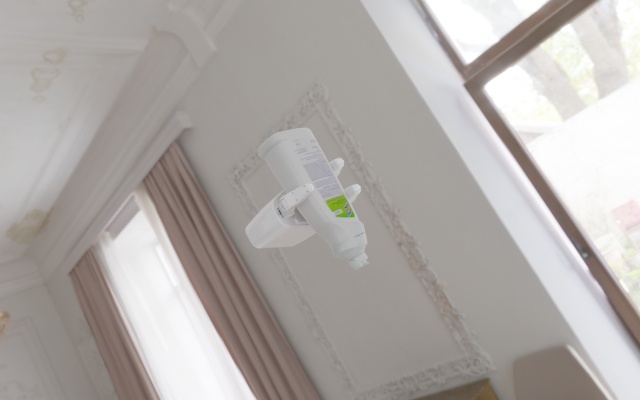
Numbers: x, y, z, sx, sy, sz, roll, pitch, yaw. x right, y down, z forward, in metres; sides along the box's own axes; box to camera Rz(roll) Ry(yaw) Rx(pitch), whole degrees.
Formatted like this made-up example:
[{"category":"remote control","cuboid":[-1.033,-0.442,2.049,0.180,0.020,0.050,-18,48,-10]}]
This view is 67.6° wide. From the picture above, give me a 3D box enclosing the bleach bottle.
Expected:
[{"category":"bleach bottle","cuboid":[0.000,0.002,0.787,0.102,0.251,0.068,-20,-13,-47]}]
